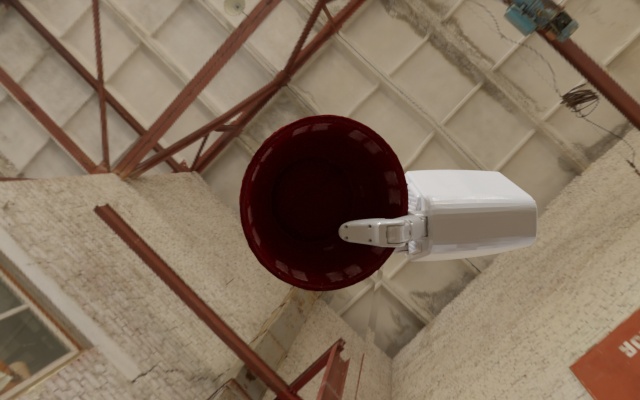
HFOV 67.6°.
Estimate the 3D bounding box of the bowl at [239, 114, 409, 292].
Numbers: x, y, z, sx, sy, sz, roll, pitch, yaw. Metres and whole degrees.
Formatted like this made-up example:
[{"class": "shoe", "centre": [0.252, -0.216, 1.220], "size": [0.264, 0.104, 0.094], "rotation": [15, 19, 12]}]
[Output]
[{"class": "bowl", "centre": [-0.001, 0.001, 0.458], "size": [0.162, 0.162, 0.055], "rotation": [0, 5, -17]}]
